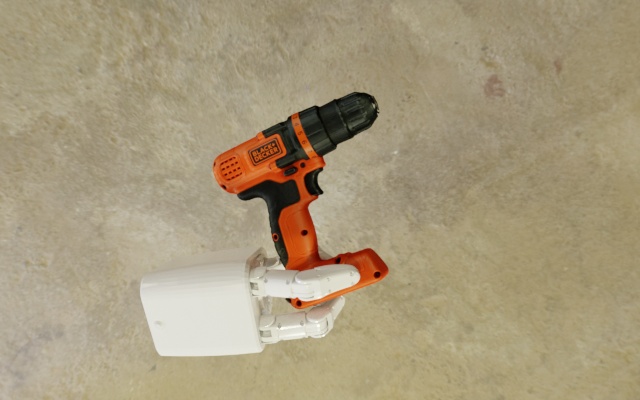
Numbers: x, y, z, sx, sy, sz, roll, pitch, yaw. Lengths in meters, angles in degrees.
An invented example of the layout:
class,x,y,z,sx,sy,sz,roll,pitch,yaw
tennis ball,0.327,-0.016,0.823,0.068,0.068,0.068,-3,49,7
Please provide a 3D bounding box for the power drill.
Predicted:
class,x,y,z,sx,sy,sz,roll,pitch,yaw
power drill,0.000,0.002,0.489,0.184,0.187,0.057,-24,-4,14
